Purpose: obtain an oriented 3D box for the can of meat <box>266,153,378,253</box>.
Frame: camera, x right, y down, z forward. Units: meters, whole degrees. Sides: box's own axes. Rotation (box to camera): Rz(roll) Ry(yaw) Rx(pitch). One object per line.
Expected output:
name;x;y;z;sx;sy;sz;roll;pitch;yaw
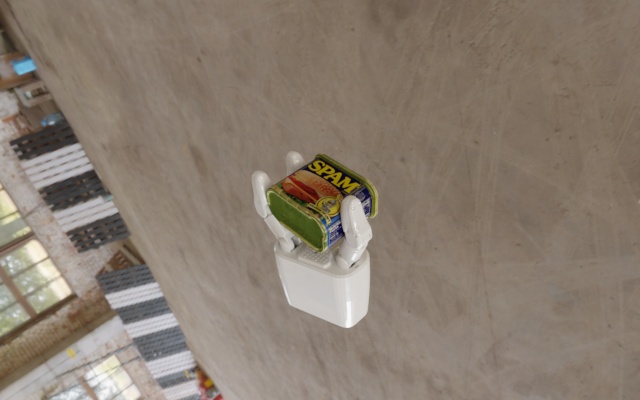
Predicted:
can of meat;0.000;0.002;0.547;0.084;0.057;0.102;-35;51;-29
